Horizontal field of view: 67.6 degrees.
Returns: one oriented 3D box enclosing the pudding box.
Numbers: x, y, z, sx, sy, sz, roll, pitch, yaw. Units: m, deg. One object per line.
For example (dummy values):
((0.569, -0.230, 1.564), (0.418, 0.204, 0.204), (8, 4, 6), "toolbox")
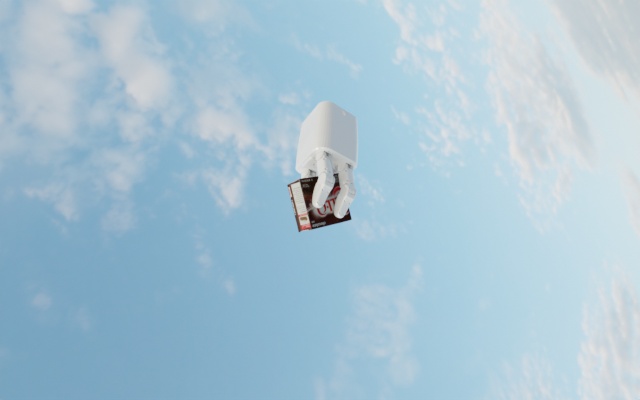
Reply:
((0.000, 0.003, 0.849), (0.113, 0.090, 0.039), (-12, -4, -45), "pudding box")
